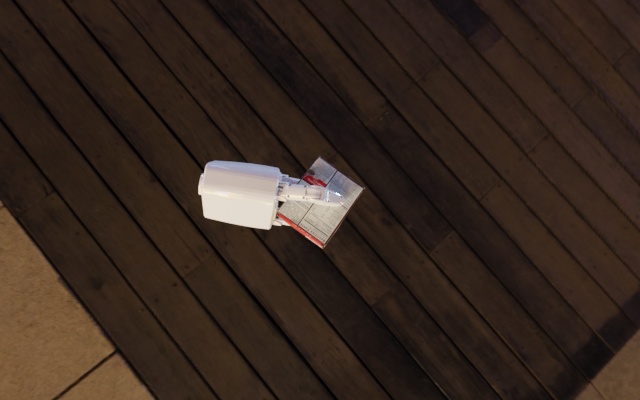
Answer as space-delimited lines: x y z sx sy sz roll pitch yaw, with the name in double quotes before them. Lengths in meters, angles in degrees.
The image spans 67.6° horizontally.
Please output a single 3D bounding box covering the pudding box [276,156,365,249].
"pudding box" 0.000 0.002 0.727 0.090 0.113 0.039 36 -12 1
